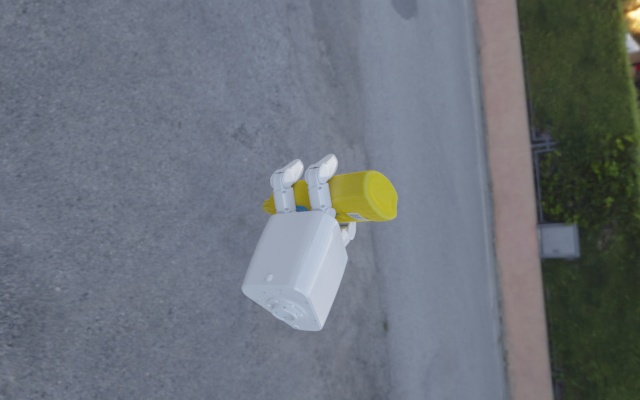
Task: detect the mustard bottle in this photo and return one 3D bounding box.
[{"bbox_3d":[0.000,0.002,0.648,0.191,0.058,0.096,-6,-19,33],"label":"mustard bottle"}]
